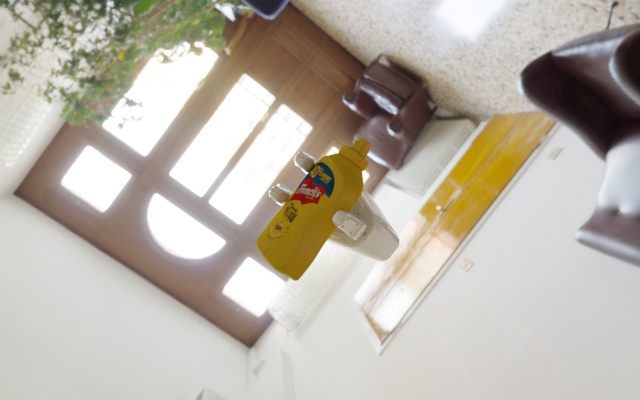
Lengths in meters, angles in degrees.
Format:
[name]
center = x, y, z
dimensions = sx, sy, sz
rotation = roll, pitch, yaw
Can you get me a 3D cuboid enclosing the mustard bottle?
[mustard bottle]
center = 0.000, 0.002, 0.601
dimensions = 0.058, 0.191, 0.096
rotation = 36, 3, -30
